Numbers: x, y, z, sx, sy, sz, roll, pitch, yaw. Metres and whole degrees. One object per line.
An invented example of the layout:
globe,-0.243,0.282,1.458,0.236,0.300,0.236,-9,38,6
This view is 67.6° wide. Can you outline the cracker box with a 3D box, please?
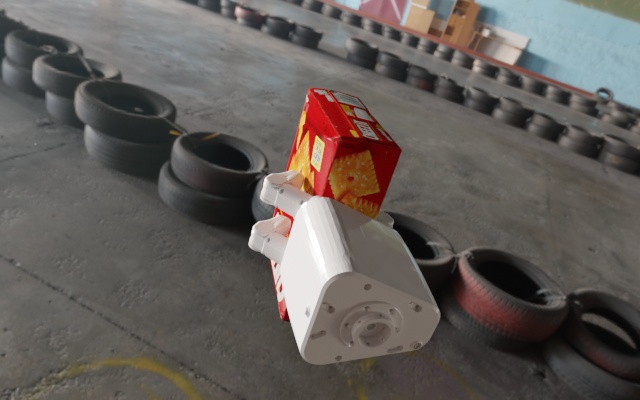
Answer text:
cracker box,0.000,0.002,0.530,0.072,0.214,0.164,10,27,-17
